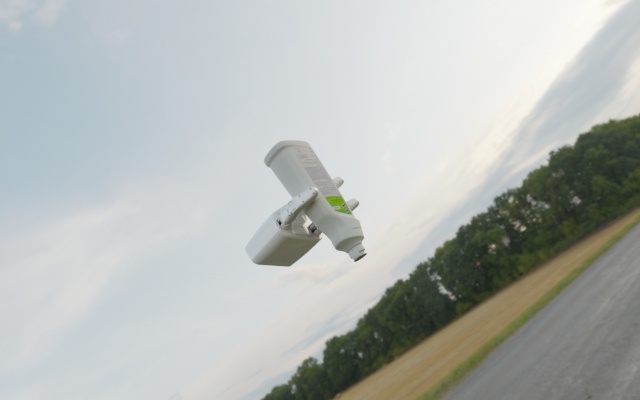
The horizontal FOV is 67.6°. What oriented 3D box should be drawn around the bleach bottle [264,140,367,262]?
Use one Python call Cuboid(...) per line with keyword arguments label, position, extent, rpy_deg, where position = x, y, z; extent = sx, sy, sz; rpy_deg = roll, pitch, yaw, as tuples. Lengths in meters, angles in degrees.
Cuboid(label="bleach bottle", position=(0.000, 0.003, 0.875), extent=(0.102, 0.250, 0.068), rpy_deg=(-8, -32, -51))
